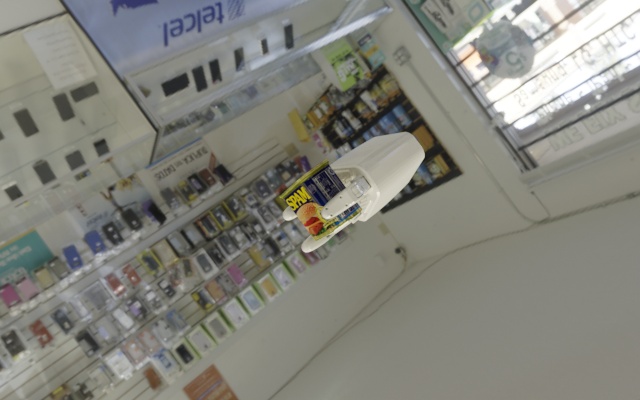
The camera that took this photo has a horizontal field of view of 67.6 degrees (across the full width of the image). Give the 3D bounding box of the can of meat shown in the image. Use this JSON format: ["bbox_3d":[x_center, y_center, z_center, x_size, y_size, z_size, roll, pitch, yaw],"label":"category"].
[{"bbox_3d":[0.000,0.002,0.662,0.057,0.084,0.102,-37,1,-29],"label":"can of meat"}]
